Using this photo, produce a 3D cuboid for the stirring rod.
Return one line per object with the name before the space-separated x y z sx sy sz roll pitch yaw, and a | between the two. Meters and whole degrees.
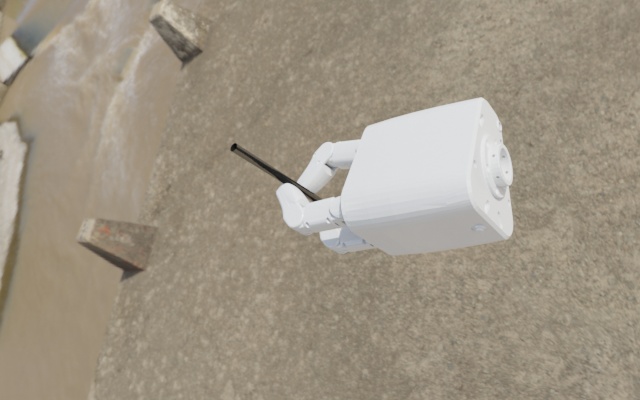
stirring rod | 0.000 0.002 0.486 0.011 0.011 0.240 0 -23 41
